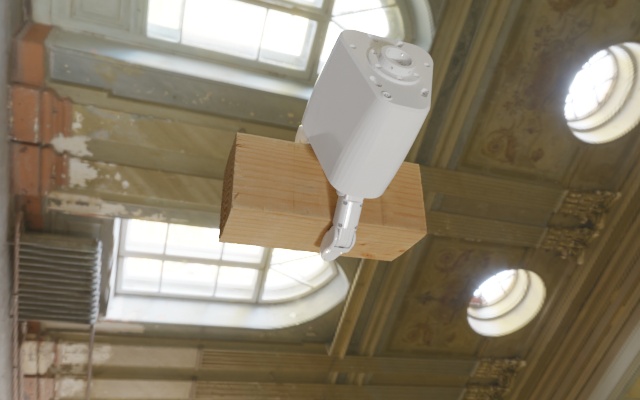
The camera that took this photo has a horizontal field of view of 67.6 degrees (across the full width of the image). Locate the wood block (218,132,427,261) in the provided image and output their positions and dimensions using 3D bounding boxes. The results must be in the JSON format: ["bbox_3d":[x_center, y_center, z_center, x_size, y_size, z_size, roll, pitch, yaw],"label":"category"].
[{"bbox_3d":[0.000,0.002,0.523,0.206,0.090,0.090,8,-28,-17],"label":"wood block"}]
